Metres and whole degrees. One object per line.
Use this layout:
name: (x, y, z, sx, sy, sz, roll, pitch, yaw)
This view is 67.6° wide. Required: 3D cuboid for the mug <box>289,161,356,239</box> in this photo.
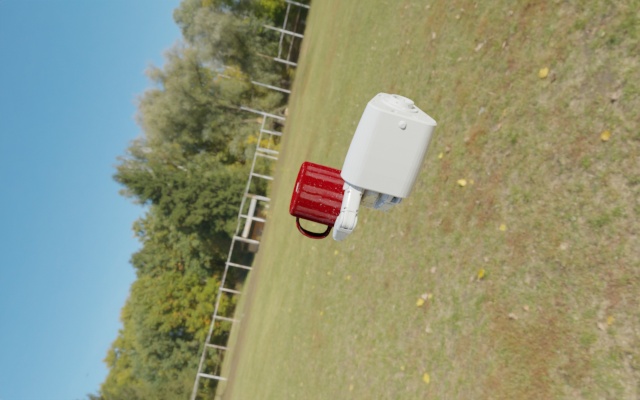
mug: (-0.001, 0.003, 0.690, 0.081, 0.117, 0.093, 15, 25, -8)
